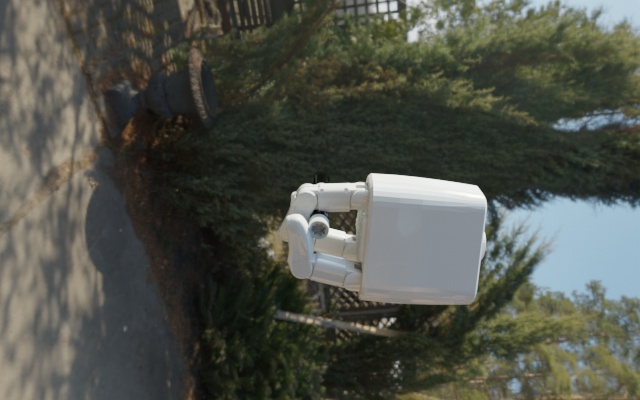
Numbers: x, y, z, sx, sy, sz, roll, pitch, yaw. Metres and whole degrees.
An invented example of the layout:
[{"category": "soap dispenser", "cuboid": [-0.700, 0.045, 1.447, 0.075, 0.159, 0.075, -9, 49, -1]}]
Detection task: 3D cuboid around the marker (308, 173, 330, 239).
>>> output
[{"category": "marker", "cuboid": [0.000, 0.002, 0.479, 0.020, 0.020, 0.121, 0, 24, 2]}]
